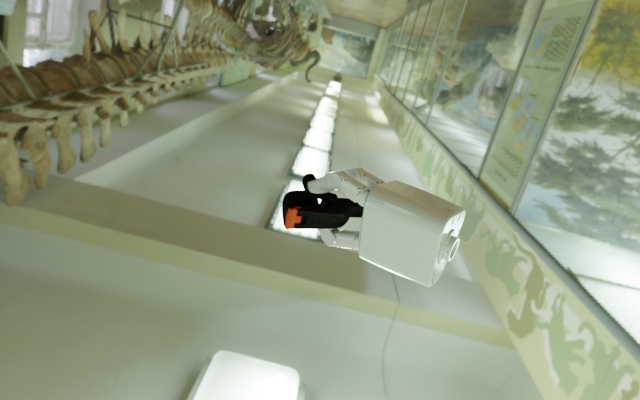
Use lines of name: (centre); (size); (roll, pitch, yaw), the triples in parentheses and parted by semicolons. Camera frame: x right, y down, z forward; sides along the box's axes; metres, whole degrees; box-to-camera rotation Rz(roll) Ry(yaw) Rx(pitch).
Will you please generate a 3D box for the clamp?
clamp: (0.000, 0.003, 0.684); (0.164, 0.036, 0.210); (22, 19, 28)
